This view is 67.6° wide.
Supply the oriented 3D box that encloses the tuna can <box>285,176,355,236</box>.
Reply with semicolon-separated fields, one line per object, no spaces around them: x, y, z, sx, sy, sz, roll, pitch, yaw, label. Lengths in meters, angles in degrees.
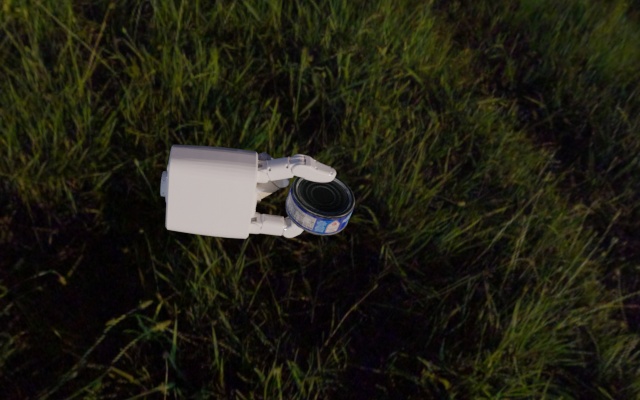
0.000;0.002;0.615;0.086;0.086;0.034;0;-43;-22;tuna can
